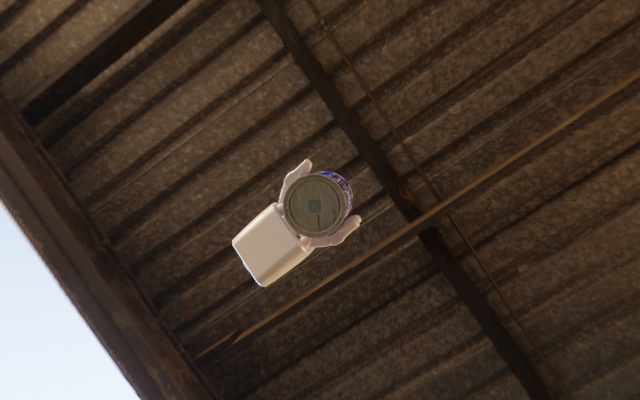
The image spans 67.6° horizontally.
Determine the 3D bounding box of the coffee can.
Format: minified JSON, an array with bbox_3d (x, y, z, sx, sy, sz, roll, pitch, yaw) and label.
[{"bbox_3d":[0.000,0.003,0.824,0.103,0.103,0.140,0,5,8],"label":"coffee can"}]
